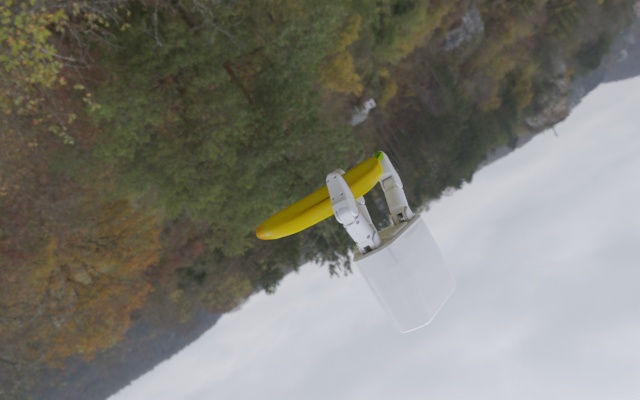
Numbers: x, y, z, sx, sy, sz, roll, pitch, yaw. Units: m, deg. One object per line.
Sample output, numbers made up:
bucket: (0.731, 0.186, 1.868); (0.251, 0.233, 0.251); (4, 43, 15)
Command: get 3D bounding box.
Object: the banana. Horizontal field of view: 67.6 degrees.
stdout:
banana: (0.003, 0.002, 0.602); (0.198, 0.037, 0.069); (-31, 4, 1)
